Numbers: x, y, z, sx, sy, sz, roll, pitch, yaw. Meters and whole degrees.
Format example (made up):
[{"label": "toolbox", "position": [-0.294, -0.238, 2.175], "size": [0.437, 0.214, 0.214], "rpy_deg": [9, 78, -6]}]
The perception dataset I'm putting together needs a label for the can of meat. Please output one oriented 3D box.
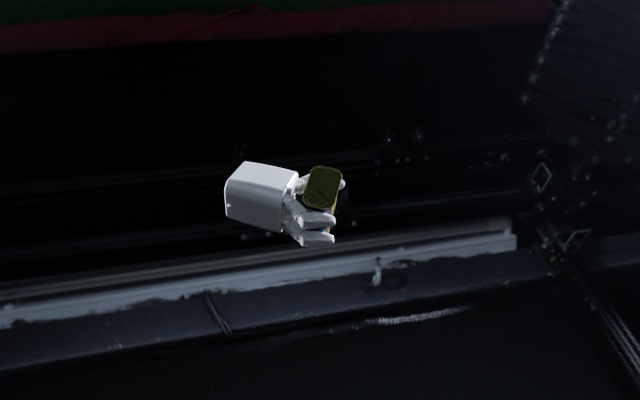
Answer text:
[{"label": "can of meat", "position": [0.000, 0.003, 0.865], "size": [0.057, 0.102, 0.084], "rpy_deg": [12, -42, 4]}]
